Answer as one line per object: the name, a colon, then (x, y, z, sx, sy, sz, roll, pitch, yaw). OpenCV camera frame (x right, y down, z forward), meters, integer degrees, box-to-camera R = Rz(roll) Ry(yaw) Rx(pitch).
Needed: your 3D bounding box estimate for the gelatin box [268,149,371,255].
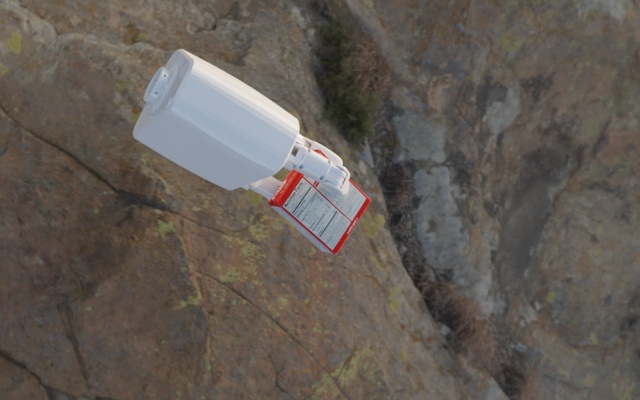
gelatin box: (0.001, 0.002, 0.497, 0.089, 0.073, 0.030, 42, -19, -26)
